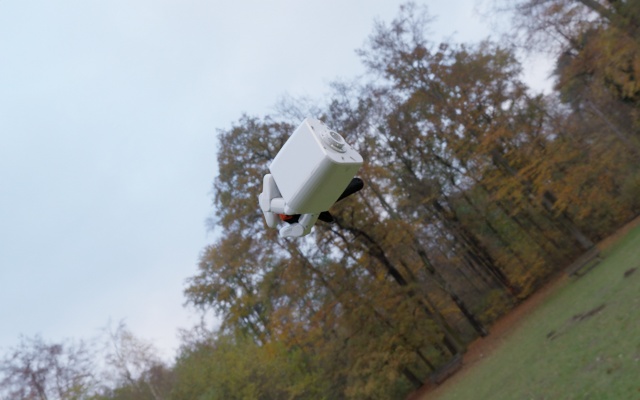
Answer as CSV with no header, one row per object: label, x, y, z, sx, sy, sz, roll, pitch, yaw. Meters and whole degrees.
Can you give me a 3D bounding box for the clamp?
clamp,0.000,0.002,0.838,0.171,0.039,0.120,-6,-39,-53
